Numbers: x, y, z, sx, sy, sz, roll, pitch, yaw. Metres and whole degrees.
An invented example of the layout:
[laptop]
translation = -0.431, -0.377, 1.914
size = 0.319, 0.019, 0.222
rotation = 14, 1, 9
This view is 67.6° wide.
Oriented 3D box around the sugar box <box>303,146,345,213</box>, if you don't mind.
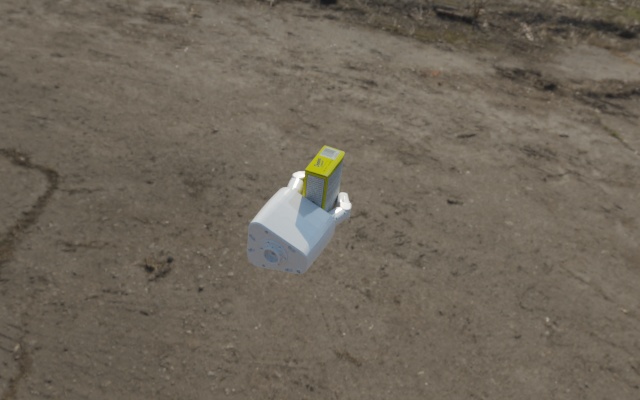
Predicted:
[sugar box]
translation = 0.000, 0.003, 0.841
size = 0.048, 0.176, 0.093
rotation = 20, 38, 13
